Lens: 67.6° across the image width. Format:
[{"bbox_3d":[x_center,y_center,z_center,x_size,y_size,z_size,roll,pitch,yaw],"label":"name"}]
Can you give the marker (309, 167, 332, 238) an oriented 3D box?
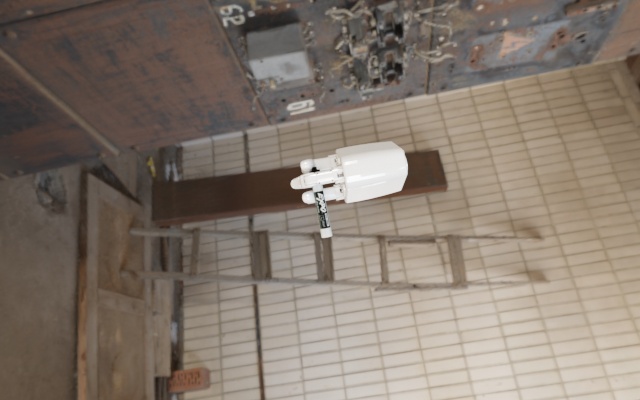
[{"bbox_3d":[0.000,0.003,0.812,0.020,0.121,0.020,-11,1,0],"label":"marker"}]
